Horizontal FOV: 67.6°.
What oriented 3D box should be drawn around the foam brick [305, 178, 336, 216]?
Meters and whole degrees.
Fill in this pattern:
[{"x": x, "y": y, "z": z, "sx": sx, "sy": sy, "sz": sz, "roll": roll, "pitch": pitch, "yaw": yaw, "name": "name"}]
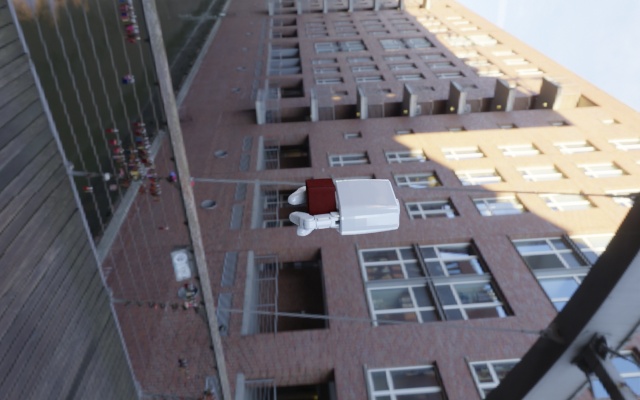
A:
[{"x": 0.000, "y": 0.003, "z": 0.873, "sx": 0.051, "sy": 0.078, "sz": 0.053, "roll": -4, "pitch": 20, "yaw": -3, "name": "foam brick"}]
